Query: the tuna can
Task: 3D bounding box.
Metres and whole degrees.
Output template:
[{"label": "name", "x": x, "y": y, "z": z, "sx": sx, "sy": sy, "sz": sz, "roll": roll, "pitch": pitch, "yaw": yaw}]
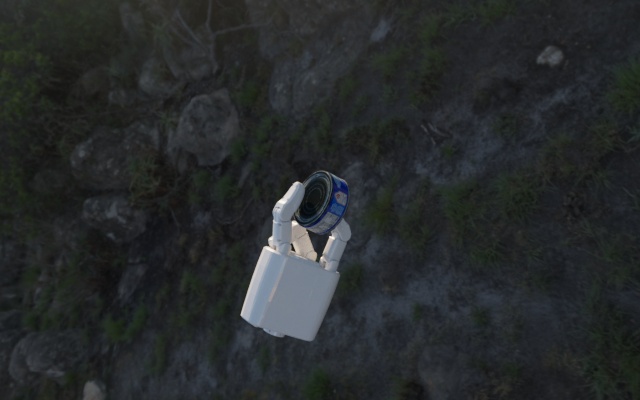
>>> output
[{"label": "tuna can", "x": 0.000, "y": 0.002, "z": 0.670, "sx": 0.034, "sy": 0.086, "sz": 0.086, "roll": 27, "pitch": -16, "yaw": -34}]
